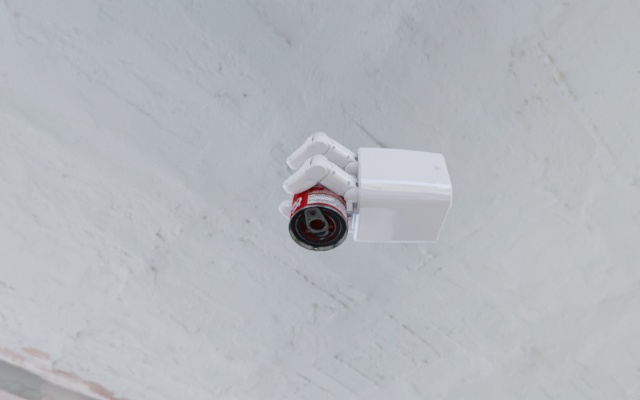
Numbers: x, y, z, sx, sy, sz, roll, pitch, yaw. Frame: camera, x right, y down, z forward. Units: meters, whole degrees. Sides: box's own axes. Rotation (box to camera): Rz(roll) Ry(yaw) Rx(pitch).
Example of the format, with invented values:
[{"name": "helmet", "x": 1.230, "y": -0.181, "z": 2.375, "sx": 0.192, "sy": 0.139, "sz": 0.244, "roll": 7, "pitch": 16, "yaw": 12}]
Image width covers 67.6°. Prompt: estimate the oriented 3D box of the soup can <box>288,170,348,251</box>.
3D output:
[{"name": "soup can", "x": 0.000, "y": 0.002, "z": 0.577, "sx": 0.068, "sy": 0.069, "sz": 0.102, "roll": 0, "pitch": 38, "yaw": 4}]
